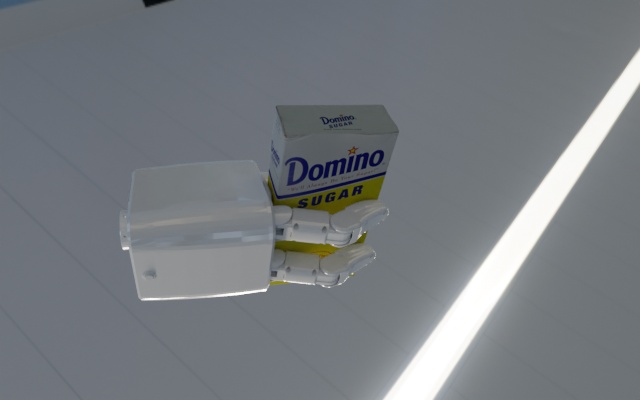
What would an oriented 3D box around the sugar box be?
[{"bbox_3d":[0.000,0.002,0.420,0.093,0.176,0.048,-4,46,-17],"label":"sugar box"}]
